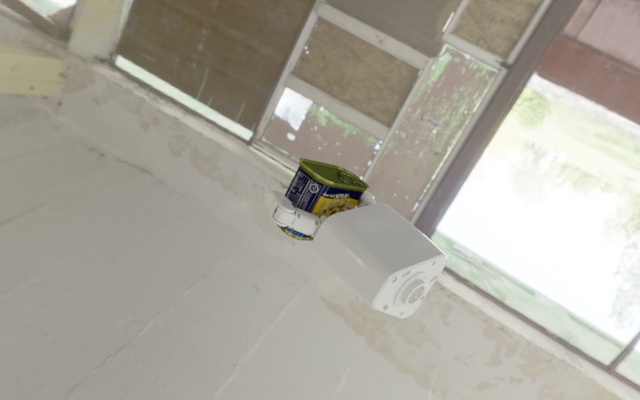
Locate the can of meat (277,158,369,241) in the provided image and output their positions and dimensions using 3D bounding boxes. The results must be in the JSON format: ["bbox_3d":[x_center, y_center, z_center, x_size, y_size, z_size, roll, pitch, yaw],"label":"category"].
[{"bbox_3d":[0.000,0.002,0.593,0.102,0.084,0.057,7,27,-50],"label":"can of meat"}]
